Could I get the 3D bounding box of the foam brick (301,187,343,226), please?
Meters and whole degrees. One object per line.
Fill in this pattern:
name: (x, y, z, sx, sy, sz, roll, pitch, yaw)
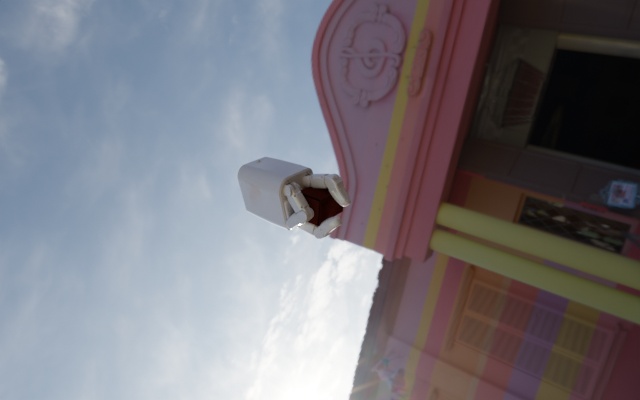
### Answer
foam brick: (0.000, 0.003, 0.856, 0.051, 0.053, 0.078, 19, 29, 30)
